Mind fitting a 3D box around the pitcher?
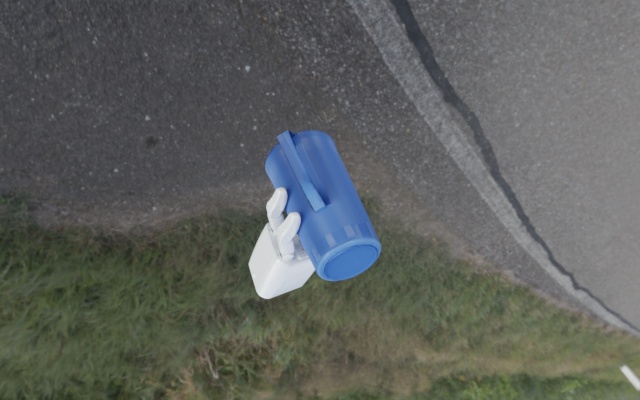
[{"bbox_3d":[0.000,0.003,0.788,0.149,0.242,0.145,1,-44,-32],"label":"pitcher"}]
